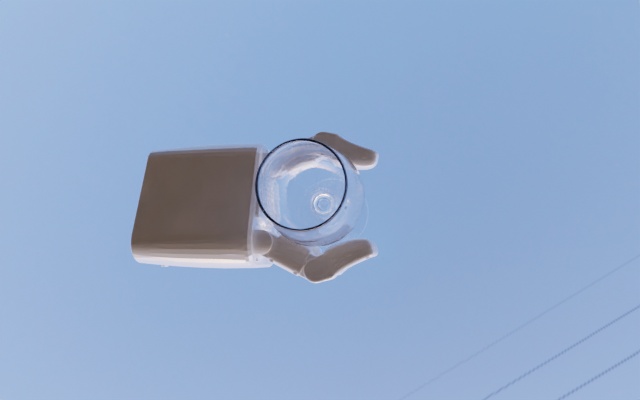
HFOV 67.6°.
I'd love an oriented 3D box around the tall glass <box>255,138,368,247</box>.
[{"bbox_3d":[0.000,0.001,0.408,0.079,0.079,0.201,0,-7,7],"label":"tall glass"}]
